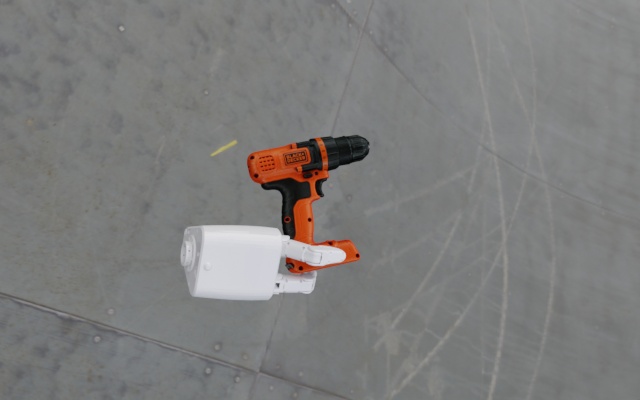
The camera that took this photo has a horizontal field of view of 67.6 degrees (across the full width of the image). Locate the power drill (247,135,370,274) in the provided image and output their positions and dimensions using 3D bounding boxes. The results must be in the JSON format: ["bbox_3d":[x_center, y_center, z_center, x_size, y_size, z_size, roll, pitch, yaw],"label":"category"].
[{"bbox_3d":[0.000,0.003,0.692,0.184,0.187,0.057,-12,-5,-12],"label":"power drill"}]
